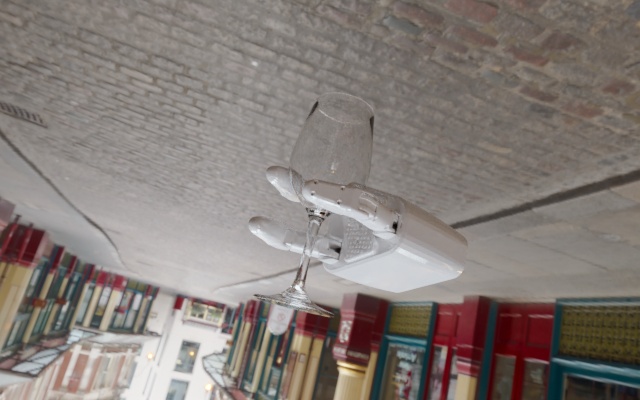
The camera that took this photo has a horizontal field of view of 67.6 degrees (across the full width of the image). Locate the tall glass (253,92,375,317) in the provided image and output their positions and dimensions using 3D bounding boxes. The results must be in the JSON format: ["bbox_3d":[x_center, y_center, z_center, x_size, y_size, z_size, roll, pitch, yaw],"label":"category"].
[{"bbox_3d":[0.000,0.002,0.449,0.079,0.201,0.079,13,-15,4],"label":"tall glass"}]
